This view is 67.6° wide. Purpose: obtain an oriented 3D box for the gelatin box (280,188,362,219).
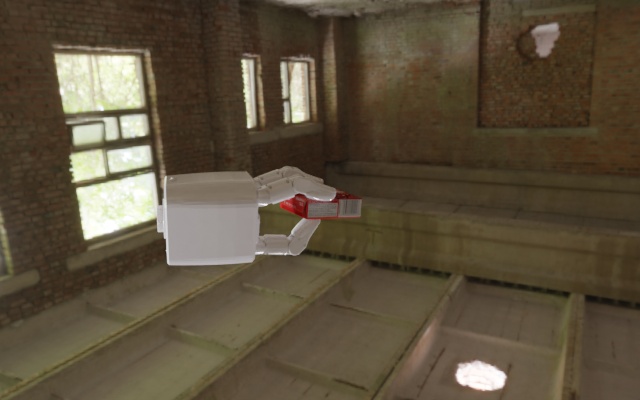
[{"bbox_3d":[0.000,0.003,0.649,0.089,0.030,0.073,-1,12,-31],"label":"gelatin box"}]
